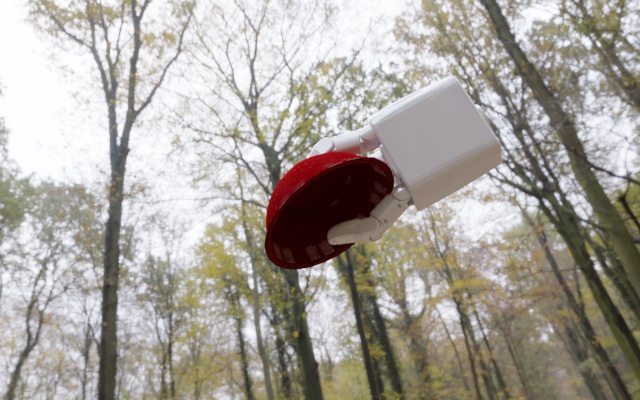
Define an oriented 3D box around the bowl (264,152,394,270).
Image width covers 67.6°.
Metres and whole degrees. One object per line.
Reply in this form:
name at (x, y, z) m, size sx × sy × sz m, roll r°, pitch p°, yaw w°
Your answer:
bowl at (-0.001, 0.002, 0.524) m, size 0.162 × 0.162 × 0.055 m, roll 0°, pitch 41°, yaw -44°
